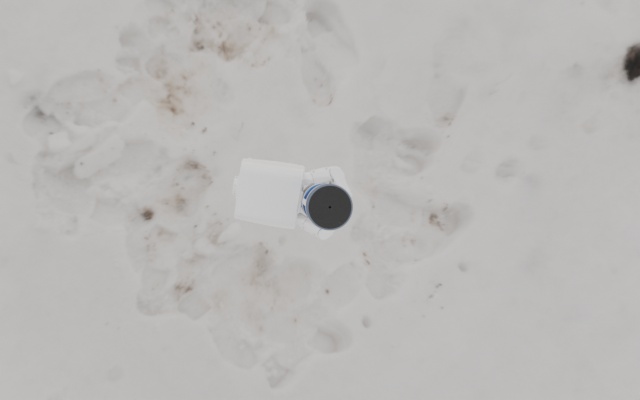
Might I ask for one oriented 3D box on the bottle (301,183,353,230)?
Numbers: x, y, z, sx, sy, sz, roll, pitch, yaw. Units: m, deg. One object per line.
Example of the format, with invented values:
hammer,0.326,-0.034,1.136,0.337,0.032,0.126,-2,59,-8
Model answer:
bottle,0.000,0.003,0.824,0.069,0.069,0.295,0,3,-5
